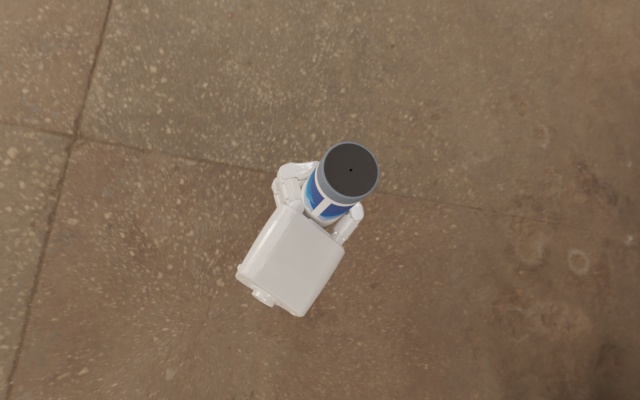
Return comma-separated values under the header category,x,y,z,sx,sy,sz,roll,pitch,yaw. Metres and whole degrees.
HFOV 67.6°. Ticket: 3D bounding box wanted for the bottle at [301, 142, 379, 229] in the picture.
category,x,y,z,sx,sy,sz,roll,pitch,yaw
bottle,0.000,0.002,0.662,0.069,0.069,0.296,0,-14,-14
